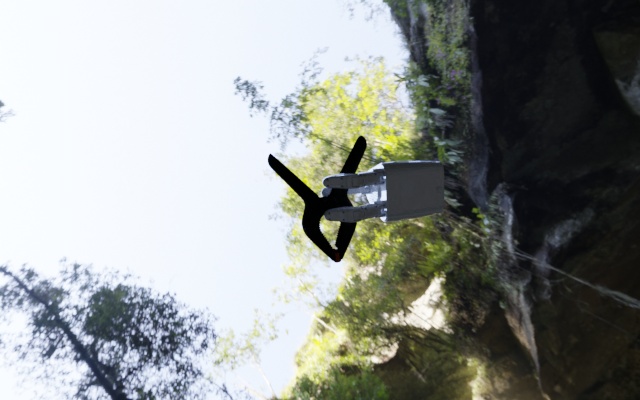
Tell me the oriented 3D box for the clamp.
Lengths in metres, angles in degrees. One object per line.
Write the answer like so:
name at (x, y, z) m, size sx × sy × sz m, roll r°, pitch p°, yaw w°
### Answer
clamp at (0.000, 0.003, 0.791) m, size 0.164 × 0.210 × 0.036 m, roll -5°, pitch 13°, yaw -10°
